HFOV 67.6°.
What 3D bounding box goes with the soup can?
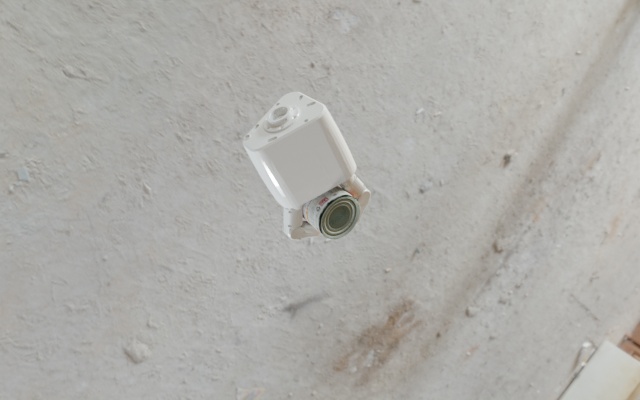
[{"bbox_3d":[0.000,0.003,0.677,0.068,0.068,0.102,0,25,-37],"label":"soup can"}]
